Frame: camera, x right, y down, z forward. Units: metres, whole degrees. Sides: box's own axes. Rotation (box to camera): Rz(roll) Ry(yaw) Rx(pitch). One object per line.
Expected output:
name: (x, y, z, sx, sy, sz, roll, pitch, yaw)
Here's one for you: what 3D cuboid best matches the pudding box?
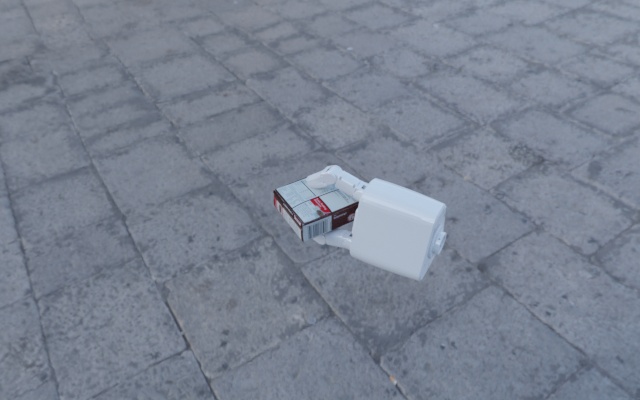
pudding box: (0.000, 0.002, 0.703, 0.113, 0.039, 0.090, -21, 46, -24)
